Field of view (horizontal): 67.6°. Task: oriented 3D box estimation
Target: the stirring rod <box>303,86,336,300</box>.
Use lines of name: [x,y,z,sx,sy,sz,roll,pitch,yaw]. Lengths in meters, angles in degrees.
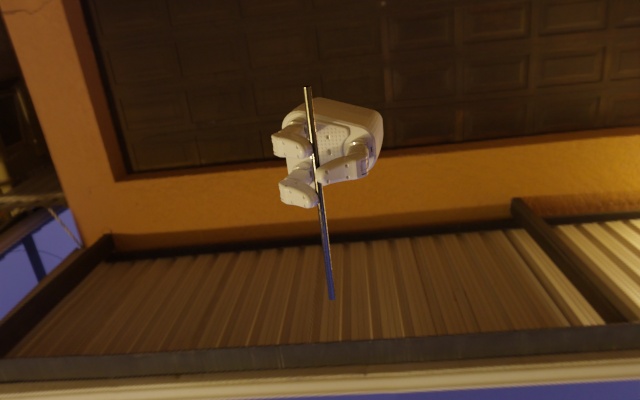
stirring rod: [0.000,0.002,0.503,0.011,0.240,0.011,-6,22,2]
